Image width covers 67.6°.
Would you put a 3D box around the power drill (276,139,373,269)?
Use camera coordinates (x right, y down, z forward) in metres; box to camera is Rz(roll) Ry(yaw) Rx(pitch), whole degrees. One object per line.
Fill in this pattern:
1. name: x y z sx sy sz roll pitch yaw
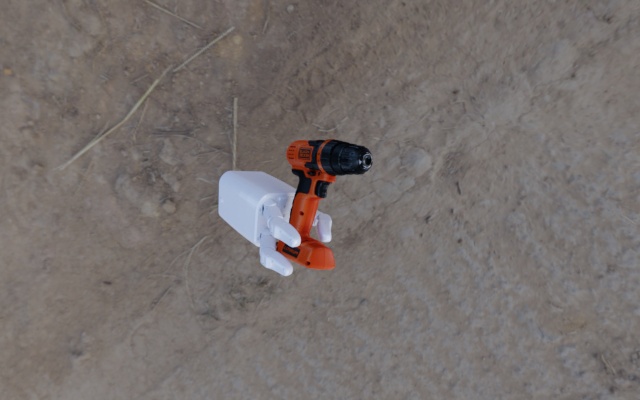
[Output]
1. power drill: 0.000 0.003 0.705 0.057 0.187 0.184 9 3 -34
